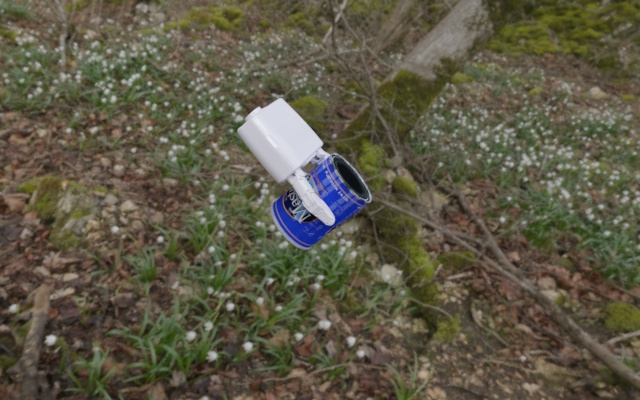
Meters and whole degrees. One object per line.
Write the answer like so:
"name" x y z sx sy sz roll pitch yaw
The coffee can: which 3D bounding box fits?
"coffee can" 0.000 0.003 0.805 0.140 0.102 0.103 -39 -15 20
